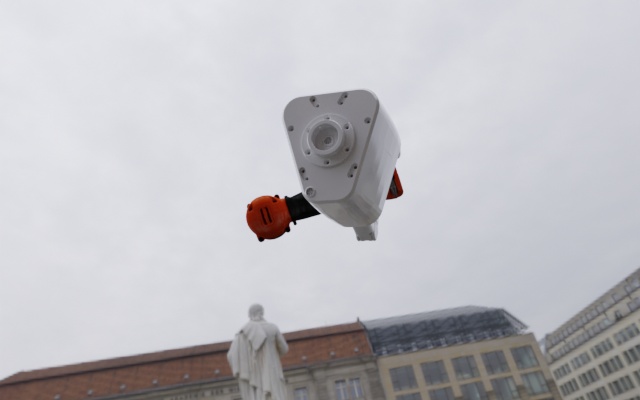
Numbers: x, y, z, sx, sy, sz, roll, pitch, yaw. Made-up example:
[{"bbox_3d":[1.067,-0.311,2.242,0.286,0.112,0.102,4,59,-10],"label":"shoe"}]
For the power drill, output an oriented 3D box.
[{"bbox_3d":[0.001,0.002,0.602,0.187,0.057,0.184,-21,-1,-4],"label":"power drill"}]
